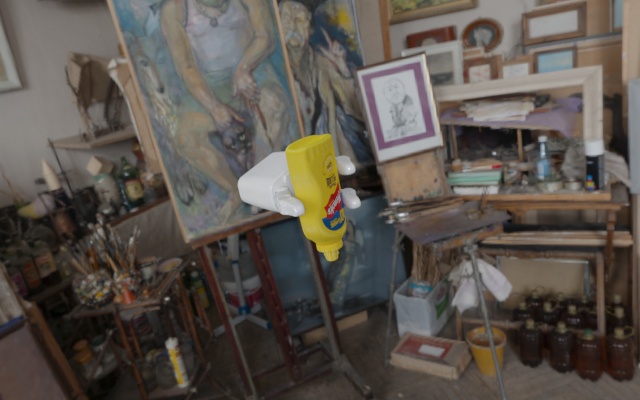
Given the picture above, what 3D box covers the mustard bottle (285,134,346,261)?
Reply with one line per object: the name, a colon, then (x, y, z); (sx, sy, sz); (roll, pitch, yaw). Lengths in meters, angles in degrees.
mustard bottle: (0.000, 0.002, 0.721); (0.058, 0.192, 0.096); (-3, 19, 25)
